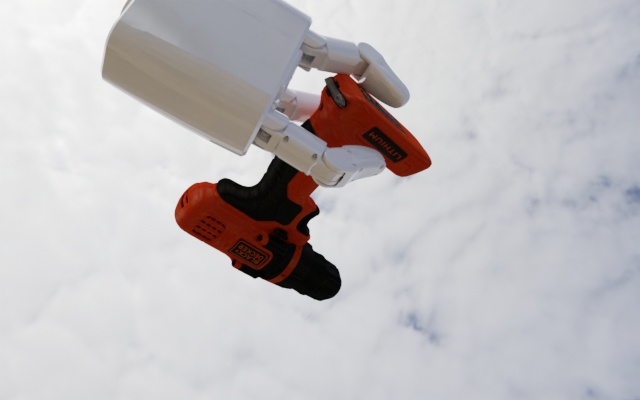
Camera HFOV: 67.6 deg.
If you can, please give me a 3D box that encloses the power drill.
[{"bbox_3d":[0.000,0.001,0.412,0.184,0.188,0.057,35,20,-35],"label":"power drill"}]
